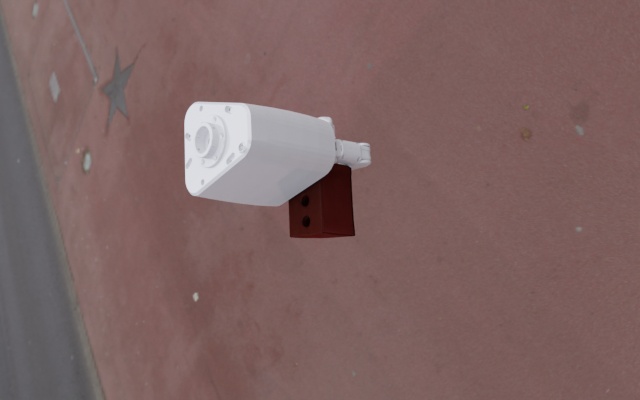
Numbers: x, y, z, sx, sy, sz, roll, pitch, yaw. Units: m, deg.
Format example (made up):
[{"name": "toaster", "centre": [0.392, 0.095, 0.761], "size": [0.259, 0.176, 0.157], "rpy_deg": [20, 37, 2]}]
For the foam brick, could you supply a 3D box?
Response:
[{"name": "foam brick", "centre": [0.000, 0.002, 0.517], "size": [0.053, 0.078, 0.051], "rpy_deg": [-11, -11, 42]}]
